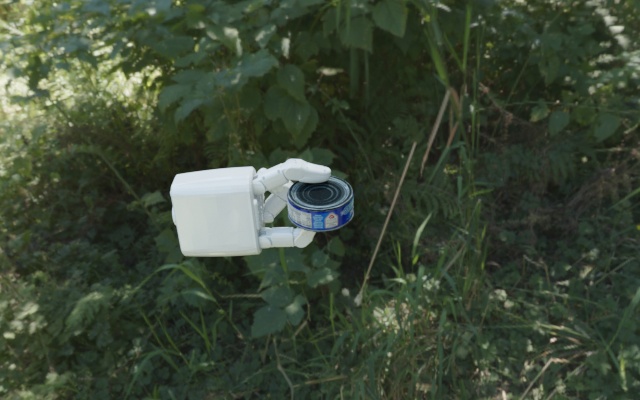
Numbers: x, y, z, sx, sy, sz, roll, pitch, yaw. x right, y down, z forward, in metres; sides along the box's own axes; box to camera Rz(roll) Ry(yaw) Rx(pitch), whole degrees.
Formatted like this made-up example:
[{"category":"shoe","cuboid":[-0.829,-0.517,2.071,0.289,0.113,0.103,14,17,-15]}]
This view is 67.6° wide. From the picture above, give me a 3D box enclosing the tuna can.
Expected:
[{"category":"tuna can","cuboid":[0.000,0.002,0.611,0.086,0.034,0.086,-1,33,1]}]
